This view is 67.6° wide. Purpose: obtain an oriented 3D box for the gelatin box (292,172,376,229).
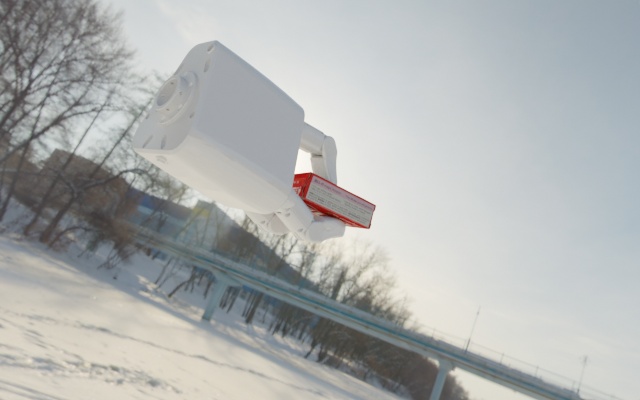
[{"bbox_3d":[0.000,0.001,0.492,0.089,0.030,0.073,24,-13,-31],"label":"gelatin box"}]
